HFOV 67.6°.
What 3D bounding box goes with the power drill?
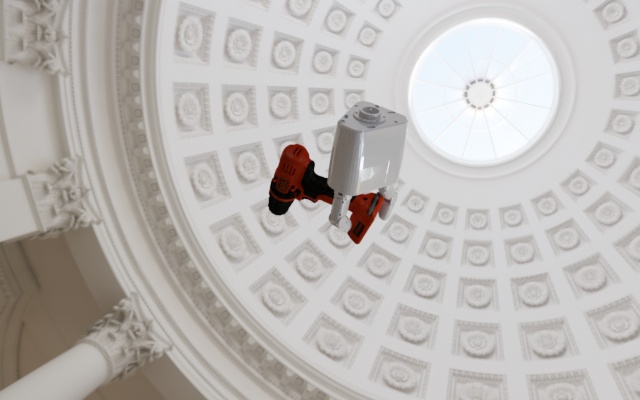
[{"bbox_3d":[0.001,0.003,0.820,0.187,0.057,0.184,26,-34,1],"label":"power drill"}]
